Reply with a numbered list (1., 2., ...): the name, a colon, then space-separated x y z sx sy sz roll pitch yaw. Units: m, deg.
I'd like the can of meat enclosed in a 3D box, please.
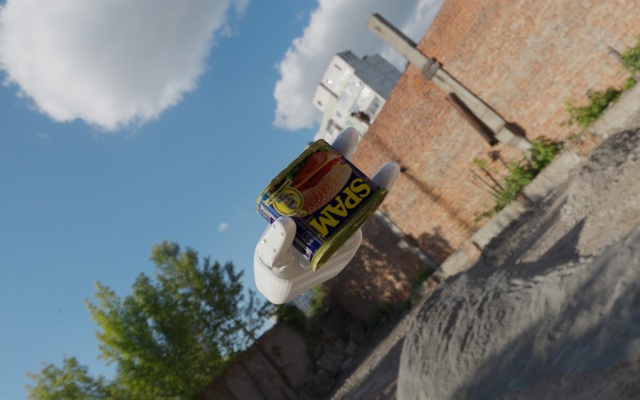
1. can of meat: 0.000 0.001 0.462 0.102 0.084 0.057 -43 -13 -21
